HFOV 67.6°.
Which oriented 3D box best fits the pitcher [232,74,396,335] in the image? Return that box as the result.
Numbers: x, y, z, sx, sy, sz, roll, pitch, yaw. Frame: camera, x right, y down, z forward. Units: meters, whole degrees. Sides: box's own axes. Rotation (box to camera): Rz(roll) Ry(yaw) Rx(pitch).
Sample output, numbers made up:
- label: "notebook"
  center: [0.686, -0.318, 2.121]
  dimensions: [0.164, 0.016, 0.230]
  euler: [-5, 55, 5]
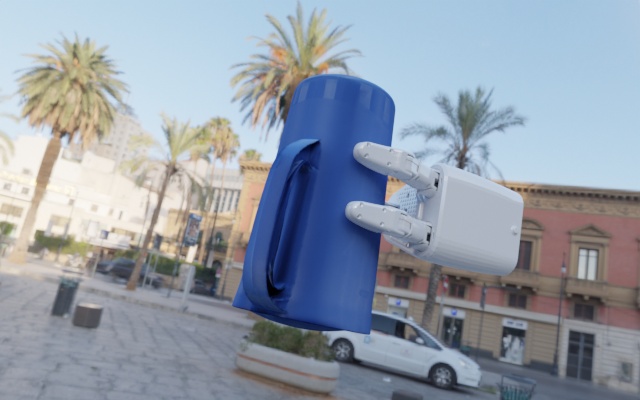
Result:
- label: "pitcher"
  center: [0.000, 0.002, 0.467]
  dimensions: [0.145, 0.242, 0.149]
  euler: [15, -13, -18]
